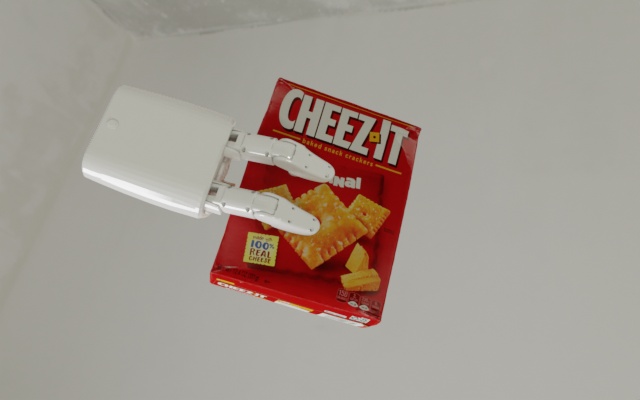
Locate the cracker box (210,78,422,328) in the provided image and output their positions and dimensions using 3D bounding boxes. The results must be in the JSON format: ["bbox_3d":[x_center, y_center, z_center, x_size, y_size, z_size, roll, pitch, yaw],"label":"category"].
[{"bbox_3d":[0.000,0.002,0.484,0.164,0.213,0.072,18,-20,-7],"label":"cracker box"}]
